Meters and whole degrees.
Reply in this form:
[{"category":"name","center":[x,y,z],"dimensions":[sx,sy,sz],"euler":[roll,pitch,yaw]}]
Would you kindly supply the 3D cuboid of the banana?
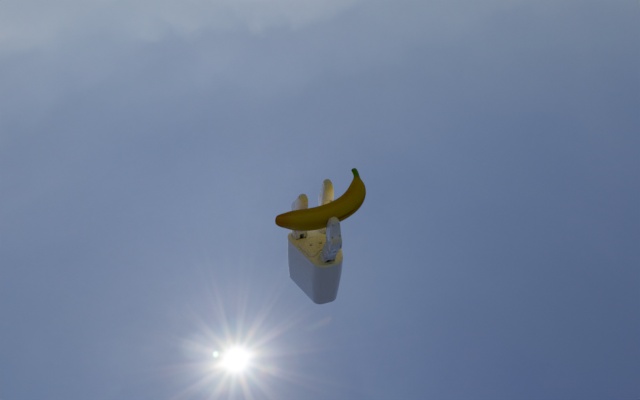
[{"category":"banana","center":[0.016,0.011,0.805],"dimensions":[0.069,0.037,0.197],"euler":[36,49,28]}]
